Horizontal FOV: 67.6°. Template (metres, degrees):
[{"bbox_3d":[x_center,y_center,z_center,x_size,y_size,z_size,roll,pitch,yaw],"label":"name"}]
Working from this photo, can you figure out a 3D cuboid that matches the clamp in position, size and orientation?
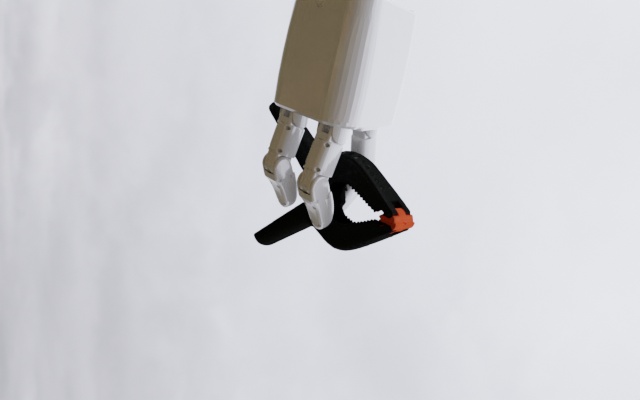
[{"bbox_3d":[0.001,0.002,0.480,0.036,0.165,0.210,-5,25,-42],"label":"clamp"}]
